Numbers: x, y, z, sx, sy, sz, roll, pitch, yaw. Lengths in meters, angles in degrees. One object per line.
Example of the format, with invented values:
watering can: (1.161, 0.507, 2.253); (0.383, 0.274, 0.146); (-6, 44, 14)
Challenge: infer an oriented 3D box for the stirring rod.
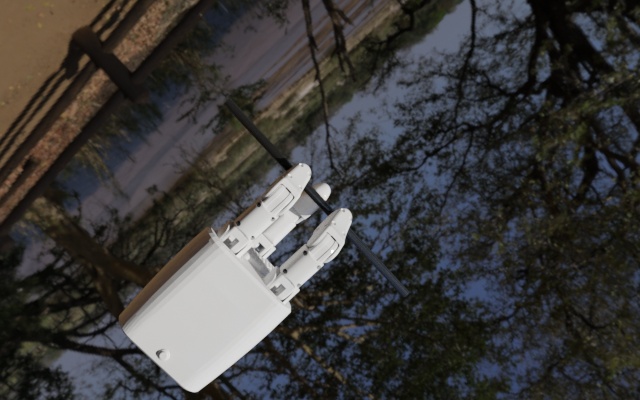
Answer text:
stirring rod: (0.000, 0.001, 0.431); (0.011, 0.239, 0.011); (-41, 9, 8)
